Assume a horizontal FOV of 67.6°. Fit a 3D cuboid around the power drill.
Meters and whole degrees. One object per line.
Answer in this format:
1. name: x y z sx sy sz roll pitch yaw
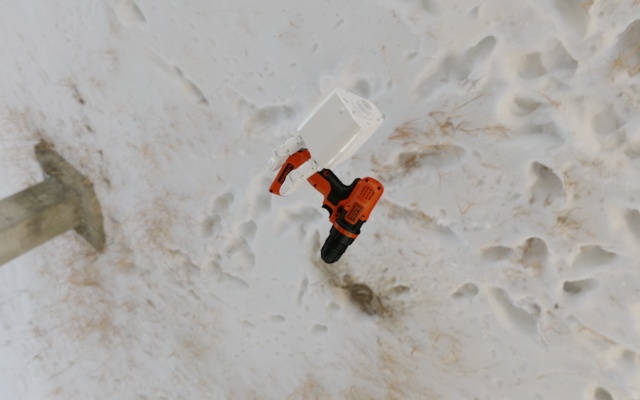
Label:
1. power drill: 0.000 0.002 0.892 0.187 0.184 0.057 34 14 8
